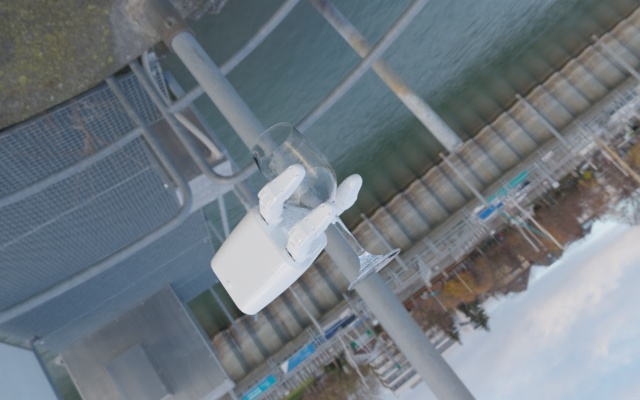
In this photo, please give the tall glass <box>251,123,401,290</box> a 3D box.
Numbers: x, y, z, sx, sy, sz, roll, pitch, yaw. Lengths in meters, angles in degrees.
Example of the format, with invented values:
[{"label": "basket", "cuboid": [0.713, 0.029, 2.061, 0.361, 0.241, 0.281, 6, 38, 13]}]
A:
[{"label": "tall glass", "cuboid": [0.001, 0.002, 0.553, 0.079, 0.201, 0.079, -35, -16, -12]}]
